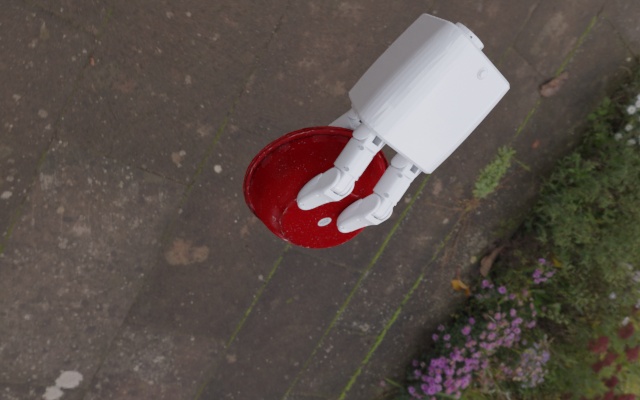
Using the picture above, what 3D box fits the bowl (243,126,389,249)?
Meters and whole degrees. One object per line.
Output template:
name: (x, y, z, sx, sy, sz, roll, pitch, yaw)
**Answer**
bowl: (-0.001, 0.003, 0.507, 0.162, 0.055, 0.162, -6, -43, -6)
